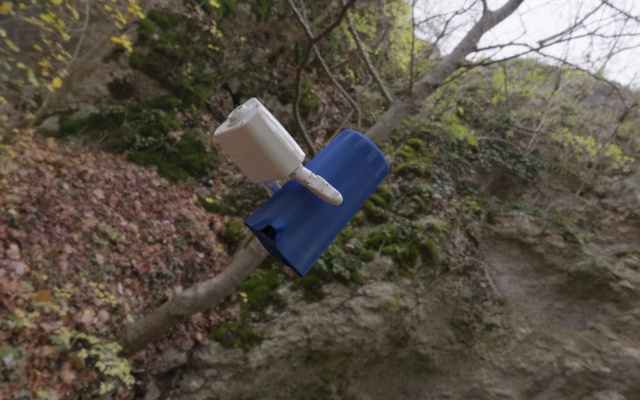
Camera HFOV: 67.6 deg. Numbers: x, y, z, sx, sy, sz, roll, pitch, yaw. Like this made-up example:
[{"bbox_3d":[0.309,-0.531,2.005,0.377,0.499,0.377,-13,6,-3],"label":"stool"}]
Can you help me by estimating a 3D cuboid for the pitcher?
[{"bbox_3d":[0.000,0.003,0.809,0.145,0.243,0.149,49,-13,-26],"label":"pitcher"}]
